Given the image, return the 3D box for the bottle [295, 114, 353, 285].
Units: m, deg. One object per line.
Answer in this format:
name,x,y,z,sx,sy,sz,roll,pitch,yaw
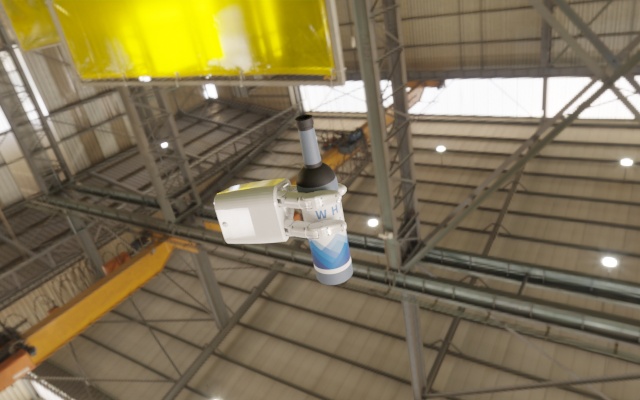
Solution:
bottle,0.000,0.003,0.789,0.069,0.296,0.069,-9,27,5
